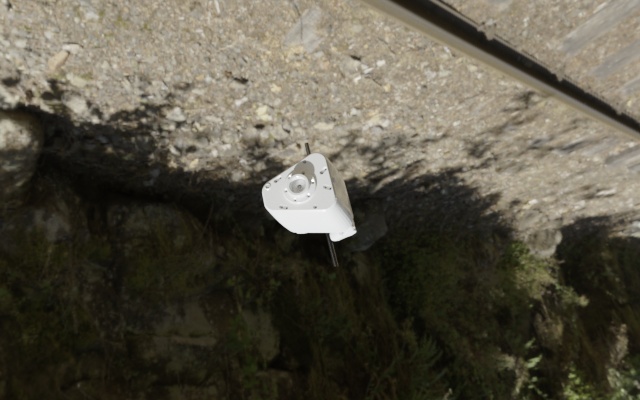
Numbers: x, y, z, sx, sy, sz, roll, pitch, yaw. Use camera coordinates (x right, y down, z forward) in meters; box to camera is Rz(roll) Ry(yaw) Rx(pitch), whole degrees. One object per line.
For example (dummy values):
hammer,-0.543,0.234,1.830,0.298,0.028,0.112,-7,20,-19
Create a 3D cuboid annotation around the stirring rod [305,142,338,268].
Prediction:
stirring rod,0.000,0.003,0.849,0.011,0.239,0.011,-12,-21,-5
